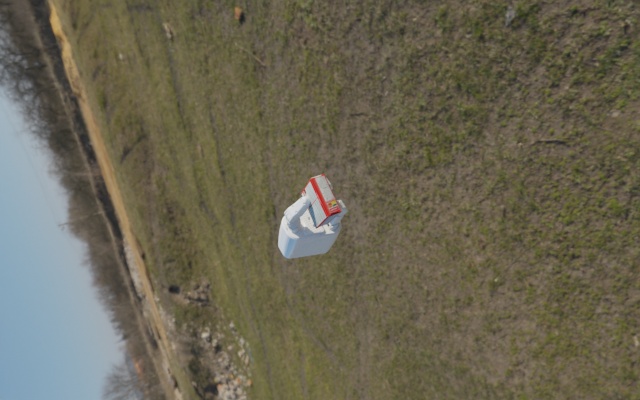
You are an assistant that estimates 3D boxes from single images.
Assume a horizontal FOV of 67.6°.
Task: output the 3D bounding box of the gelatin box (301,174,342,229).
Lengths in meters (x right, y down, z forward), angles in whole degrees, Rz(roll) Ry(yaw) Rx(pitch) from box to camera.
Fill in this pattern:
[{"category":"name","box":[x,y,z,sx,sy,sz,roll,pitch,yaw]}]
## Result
[{"category":"gelatin box","box":[0.000,0.003,0.842,0.030,0.073,0.089,-21,-11,-19]}]
